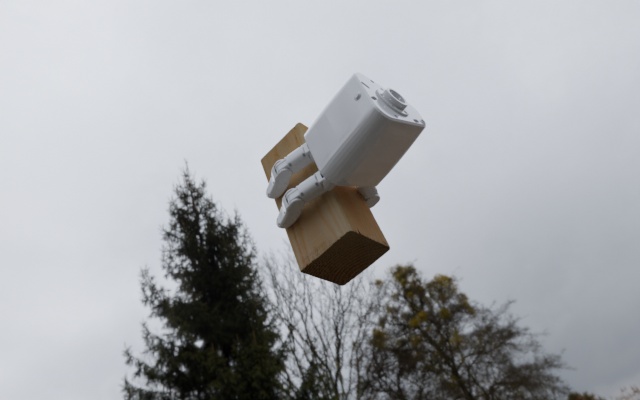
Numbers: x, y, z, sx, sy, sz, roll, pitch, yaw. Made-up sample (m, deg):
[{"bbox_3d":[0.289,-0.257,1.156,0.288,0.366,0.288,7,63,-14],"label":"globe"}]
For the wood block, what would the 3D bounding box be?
[{"bbox_3d":[0.001,0.002,0.661,0.090,0.206,0.091,-42,-42,21],"label":"wood block"}]
